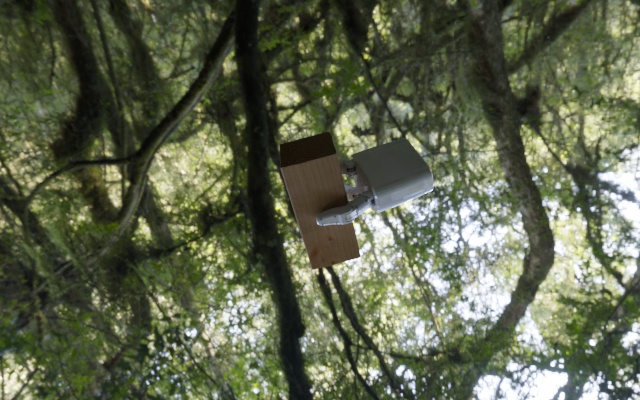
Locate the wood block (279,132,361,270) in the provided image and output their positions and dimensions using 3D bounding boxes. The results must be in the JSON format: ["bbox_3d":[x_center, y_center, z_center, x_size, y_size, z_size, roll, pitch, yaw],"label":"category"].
[{"bbox_3d":[0.001,0.003,0.809,0.090,0.206,0.090,-14,31,1],"label":"wood block"}]
